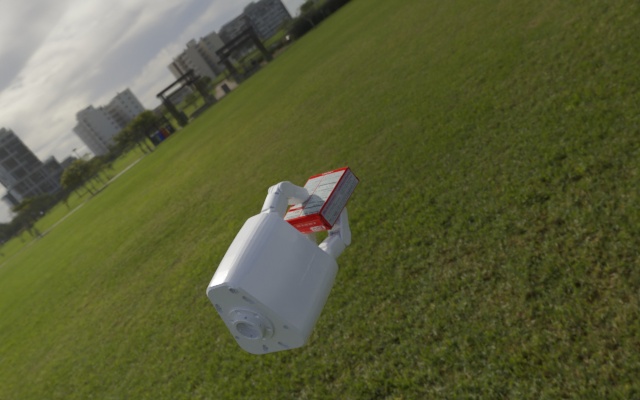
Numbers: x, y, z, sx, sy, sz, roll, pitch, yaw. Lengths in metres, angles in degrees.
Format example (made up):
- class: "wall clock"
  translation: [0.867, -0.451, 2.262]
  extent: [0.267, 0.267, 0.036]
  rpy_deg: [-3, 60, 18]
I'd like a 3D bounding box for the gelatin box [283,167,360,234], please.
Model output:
- class: "gelatin box"
  translation: [0.000, 0.001, 0.610]
  extent: [0.073, 0.089, 0.030]
  rpy_deg: [-13, -54, 46]
